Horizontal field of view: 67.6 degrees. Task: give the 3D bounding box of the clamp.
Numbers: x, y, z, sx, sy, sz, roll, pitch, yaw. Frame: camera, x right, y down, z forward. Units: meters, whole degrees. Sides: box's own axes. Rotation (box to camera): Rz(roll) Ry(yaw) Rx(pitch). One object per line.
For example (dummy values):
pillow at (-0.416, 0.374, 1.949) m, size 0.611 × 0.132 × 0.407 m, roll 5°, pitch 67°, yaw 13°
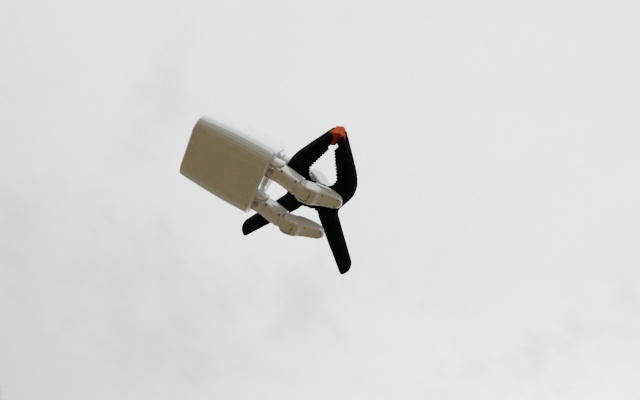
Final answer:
clamp at (0.000, 0.001, 0.637) m, size 0.164 × 0.210 × 0.036 m, roll 27°, pitch 31°, yaw -3°
